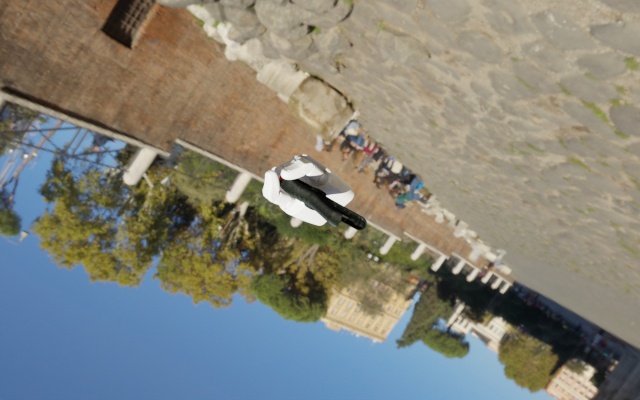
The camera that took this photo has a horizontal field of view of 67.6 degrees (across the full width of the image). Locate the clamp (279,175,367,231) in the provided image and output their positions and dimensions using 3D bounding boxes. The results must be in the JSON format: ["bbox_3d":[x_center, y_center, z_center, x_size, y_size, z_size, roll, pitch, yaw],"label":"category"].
[{"bbox_3d":[0.000,0.003,0.813,0.171,0.039,0.120,37,5,34],"label":"clamp"}]
